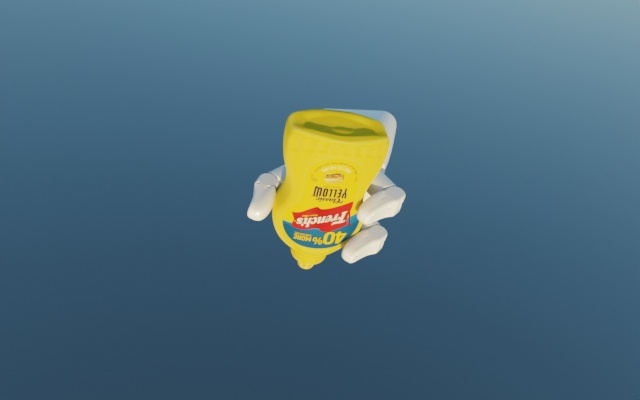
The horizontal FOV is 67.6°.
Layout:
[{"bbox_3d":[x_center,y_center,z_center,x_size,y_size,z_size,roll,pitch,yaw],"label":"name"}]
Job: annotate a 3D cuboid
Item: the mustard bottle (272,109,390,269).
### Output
[{"bbox_3d":[0.000,0.002,0.493,0.096,0.192,0.058,3,41,-13],"label":"mustard bottle"}]
